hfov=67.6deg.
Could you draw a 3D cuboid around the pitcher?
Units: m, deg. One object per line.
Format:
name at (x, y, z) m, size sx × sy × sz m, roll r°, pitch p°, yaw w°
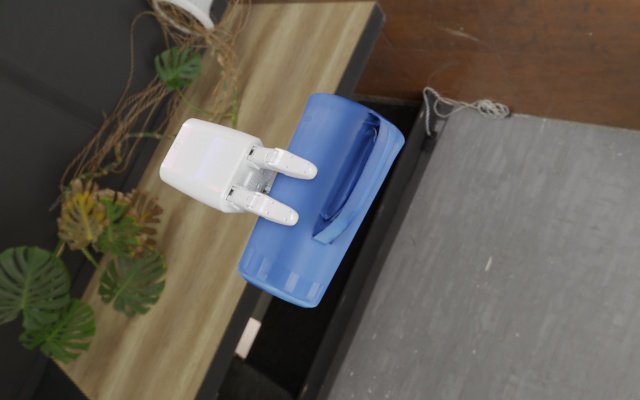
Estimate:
pitcher at (0.000, 0.002, 0.580) m, size 0.145 × 0.243 × 0.149 m, roll 22°, pitch -8°, yaw 22°
